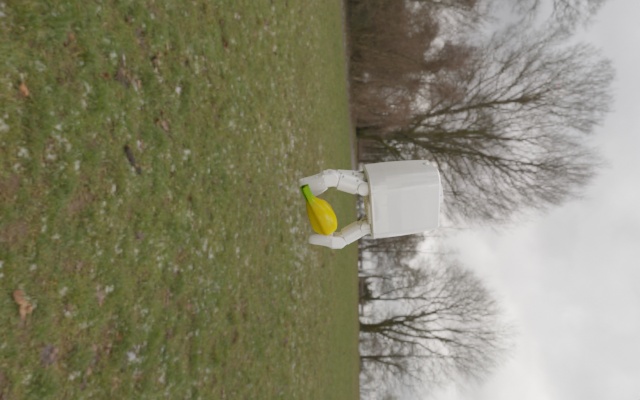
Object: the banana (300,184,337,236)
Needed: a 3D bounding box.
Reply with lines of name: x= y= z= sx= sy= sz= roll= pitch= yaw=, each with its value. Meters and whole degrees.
banana: x=0.004 y=0.020 z=0.726 sx=0.037 sy=0.069 sz=0.198 roll=-13 pitch=-8 yaw=3
